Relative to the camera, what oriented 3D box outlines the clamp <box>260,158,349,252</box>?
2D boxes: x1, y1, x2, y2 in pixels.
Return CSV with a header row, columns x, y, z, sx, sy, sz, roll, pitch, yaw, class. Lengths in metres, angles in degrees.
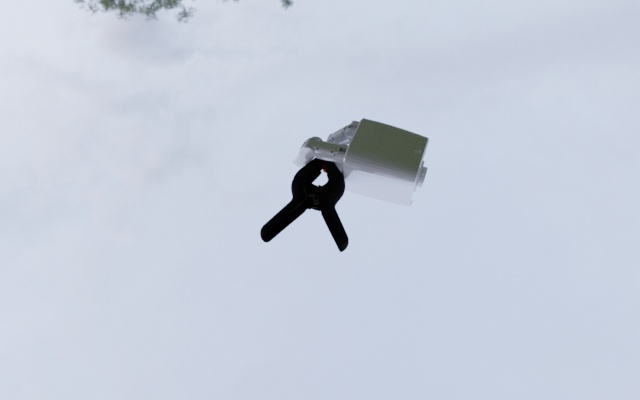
x,y,z,sx,sy,sz,roll,pitch,yaw,class
0.000,0.002,0.678,0.120,0.171,0.039,17,-34,12,clamp
